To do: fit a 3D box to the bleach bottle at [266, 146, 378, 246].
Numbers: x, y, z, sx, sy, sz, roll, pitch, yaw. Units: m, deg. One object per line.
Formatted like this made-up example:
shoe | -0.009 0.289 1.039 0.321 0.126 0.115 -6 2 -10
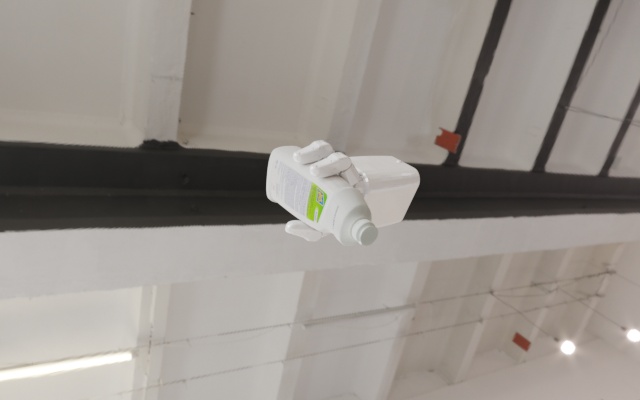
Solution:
bleach bottle | 0.000 0.002 0.706 0.068 0.103 0.250 -8 28 -29
